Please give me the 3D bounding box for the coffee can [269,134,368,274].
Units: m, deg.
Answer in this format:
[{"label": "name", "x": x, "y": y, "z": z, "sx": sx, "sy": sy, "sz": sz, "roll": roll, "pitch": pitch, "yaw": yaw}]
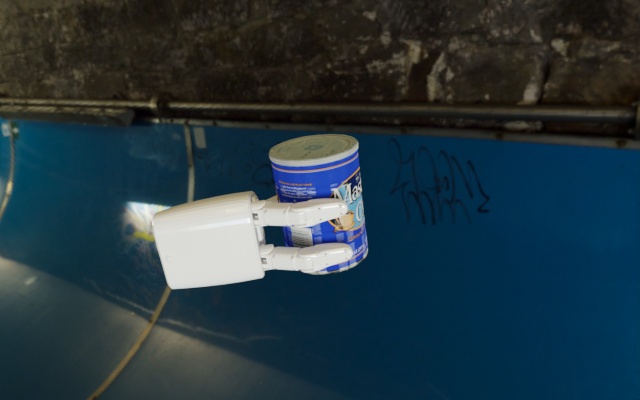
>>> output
[{"label": "coffee can", "x": 0.000, "y": 0.002, "z": 0.571, "sx": 0.103, "sy": 0.140, "sz": 0.102, "roll": -7, "pitch": 22, "yaw": 3}]
